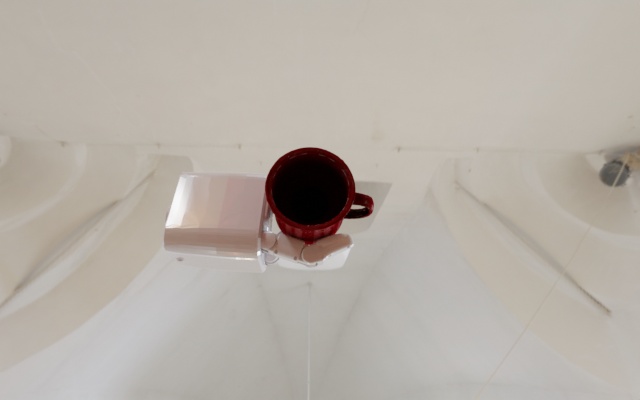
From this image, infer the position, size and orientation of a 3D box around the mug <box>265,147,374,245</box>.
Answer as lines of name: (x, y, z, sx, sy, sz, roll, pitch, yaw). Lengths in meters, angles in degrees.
mug: (0.002, 0.002, 0.526, 0.117, 0.093, 0.081, 5, -21, -1)
